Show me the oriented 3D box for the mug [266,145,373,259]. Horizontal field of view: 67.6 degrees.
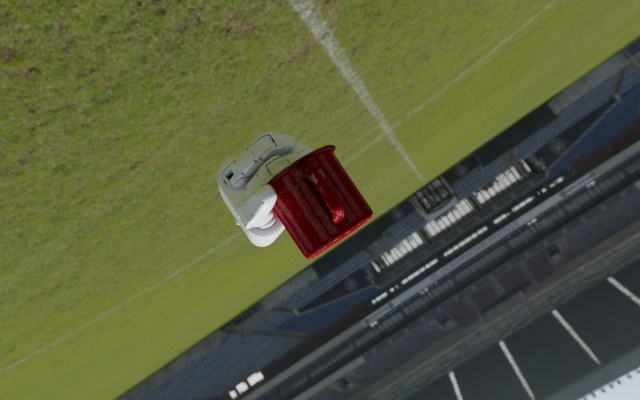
[{"bbox_3d":[0.000,0.001,0.463,0.093,0.081,0.117,-32,-7,-14],"label":"mug"}]
